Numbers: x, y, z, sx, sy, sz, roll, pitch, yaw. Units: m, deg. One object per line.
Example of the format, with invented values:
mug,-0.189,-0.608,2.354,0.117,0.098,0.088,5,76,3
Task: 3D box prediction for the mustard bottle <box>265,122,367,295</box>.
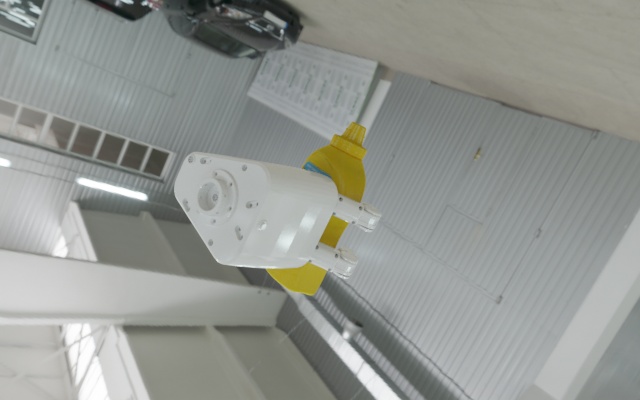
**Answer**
mustard bottle,0.000,0.002,0.537,0.058,0.191,0.096,20,11,-34
